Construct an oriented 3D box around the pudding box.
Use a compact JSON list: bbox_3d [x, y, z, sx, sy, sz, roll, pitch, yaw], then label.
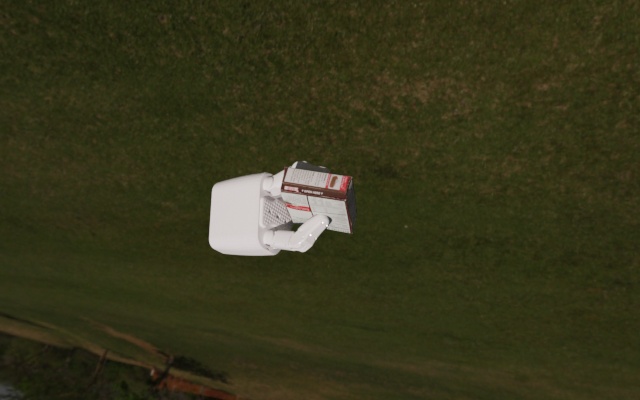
[{"bbox_3d":[0.000,0.002,0.642,0.090,0.039,0.113,8,-23,11],"label":"pudding box"}]
